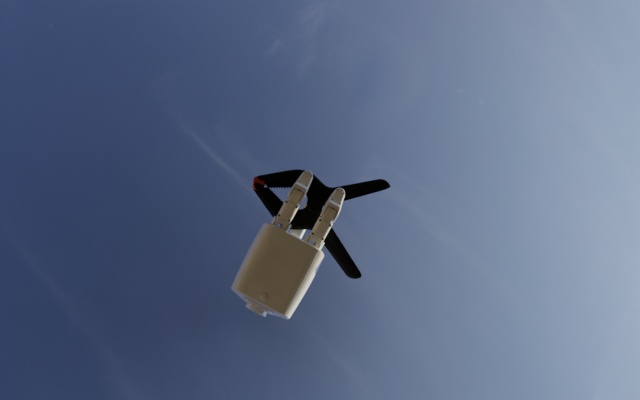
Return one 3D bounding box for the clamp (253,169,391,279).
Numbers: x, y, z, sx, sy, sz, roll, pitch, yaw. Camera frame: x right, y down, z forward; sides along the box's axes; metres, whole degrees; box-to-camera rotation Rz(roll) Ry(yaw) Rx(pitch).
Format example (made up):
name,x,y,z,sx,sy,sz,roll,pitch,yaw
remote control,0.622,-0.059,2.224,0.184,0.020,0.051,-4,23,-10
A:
name,x,y,z,sx,sy,sz,roll,pitch,yaw
clamp,-0.001,0.003,0.732,0.210,0.164,0.036,28,-19,-2
